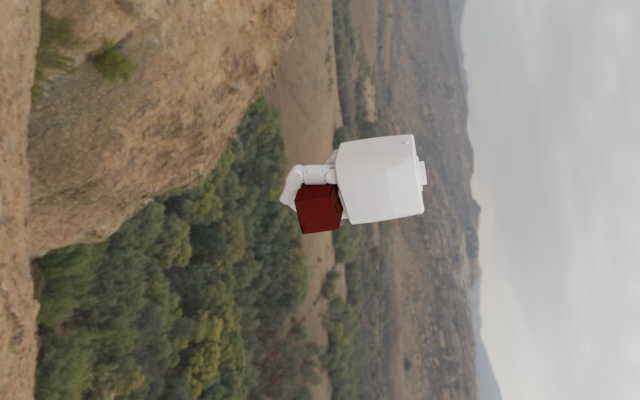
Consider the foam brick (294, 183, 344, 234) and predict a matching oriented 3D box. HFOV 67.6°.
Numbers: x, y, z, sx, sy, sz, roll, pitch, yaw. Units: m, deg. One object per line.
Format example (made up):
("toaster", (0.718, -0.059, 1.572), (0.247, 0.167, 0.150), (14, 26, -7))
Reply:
("foam brick", (0.000, 0.002, 0.656), (0.051, 0.053, 0.078), (-7, 27, 13))
